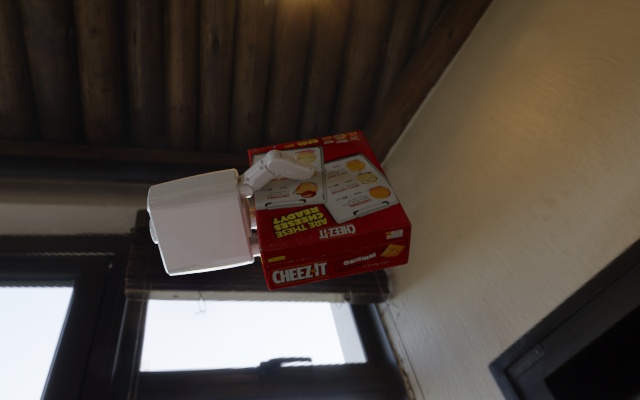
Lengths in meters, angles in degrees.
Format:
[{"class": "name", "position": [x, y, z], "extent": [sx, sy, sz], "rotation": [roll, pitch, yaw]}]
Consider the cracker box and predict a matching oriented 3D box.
[{"class": "cracker box", "position": [0.000, 0.002, 0.596], "extent": [0.164, 0.072, 0.213], "rotation": [-10, 38, -5]}]
